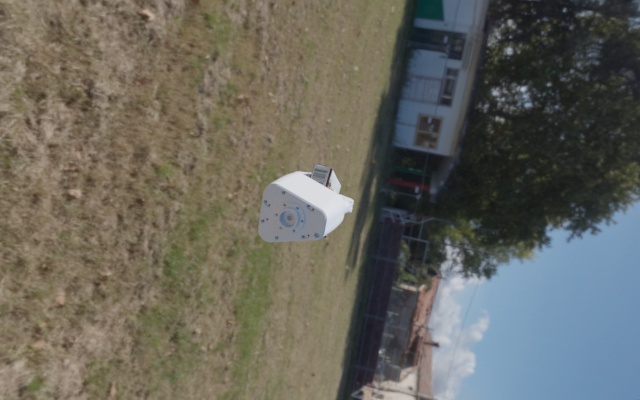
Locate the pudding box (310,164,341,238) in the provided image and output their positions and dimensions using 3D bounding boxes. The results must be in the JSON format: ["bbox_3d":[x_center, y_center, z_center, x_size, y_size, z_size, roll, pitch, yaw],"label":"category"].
[{"bbox_3d":[0.000,0.003,0.868,0.039,0.113,0.090,14,-14,16],"label":"pudding box"}]
